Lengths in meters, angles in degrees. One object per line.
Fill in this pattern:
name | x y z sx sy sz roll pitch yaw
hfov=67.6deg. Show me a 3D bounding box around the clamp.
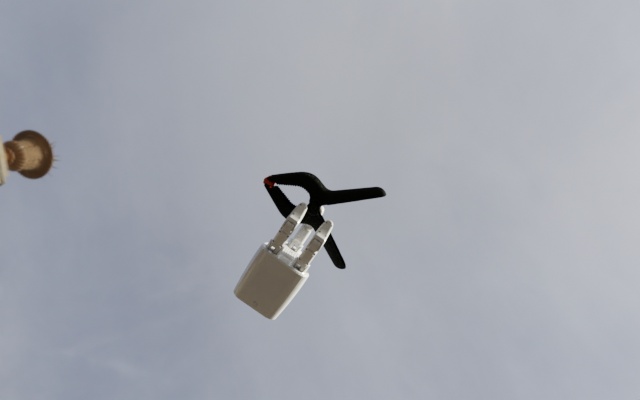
clamp | 0.000 0.003 0.848 0.210 0.164 0.036 35 12 1
